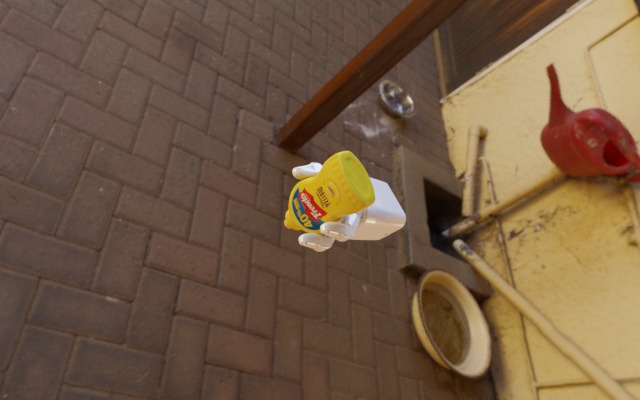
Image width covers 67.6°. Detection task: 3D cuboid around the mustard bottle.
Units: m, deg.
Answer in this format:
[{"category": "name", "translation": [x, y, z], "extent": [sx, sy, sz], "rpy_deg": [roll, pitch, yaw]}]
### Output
[{"category": "mustard bottle", "translation": [0.000, 0.003, 0.797], "extent": [0.058, 0.096, 0.192], "rpy_deg": [-22, -9, -46]}]
